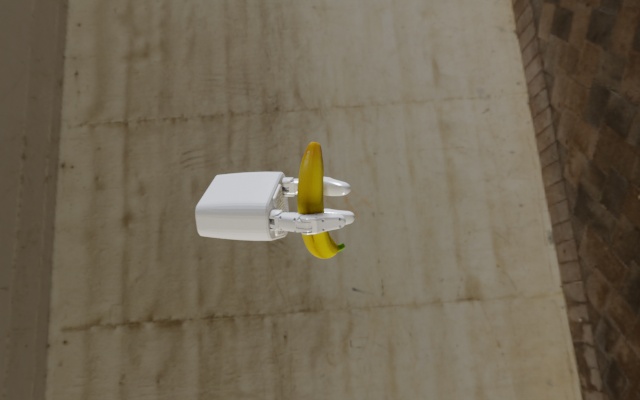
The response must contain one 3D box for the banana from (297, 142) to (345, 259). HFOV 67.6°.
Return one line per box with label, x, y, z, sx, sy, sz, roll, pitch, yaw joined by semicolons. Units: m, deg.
banana;-0.006;0.017;0.664;0.037;0.198;0.069;5;41;22
